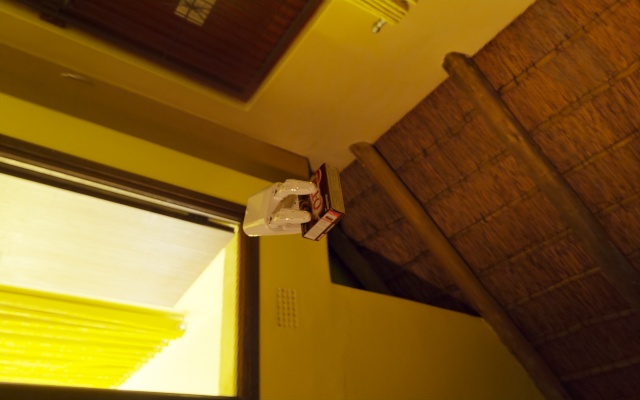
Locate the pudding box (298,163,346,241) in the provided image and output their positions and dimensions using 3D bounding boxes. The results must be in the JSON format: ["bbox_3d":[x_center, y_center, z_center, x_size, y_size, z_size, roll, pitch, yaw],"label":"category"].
[{"bbox_3d":[0.000,0.003,0.854,0.039,0.113,0.090,18,-47,-30],"label":"pudding box"}]
